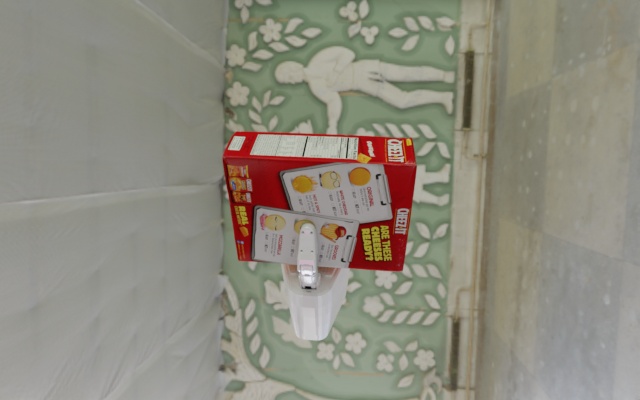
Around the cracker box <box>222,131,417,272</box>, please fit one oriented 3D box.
[{"bbox_3d":[0.000,0.002,0.585,0.213,0.164,0.072,3,38,4],"label":"cracker box"}]
